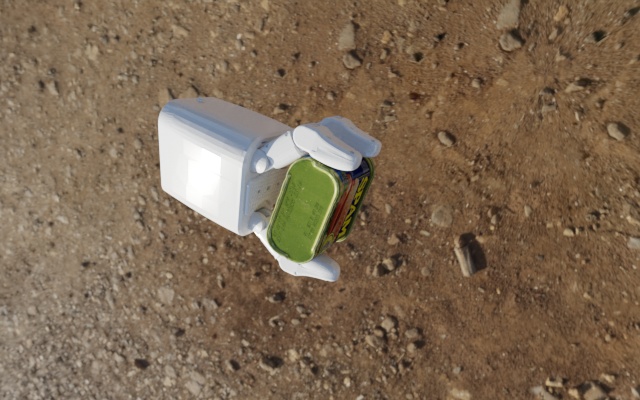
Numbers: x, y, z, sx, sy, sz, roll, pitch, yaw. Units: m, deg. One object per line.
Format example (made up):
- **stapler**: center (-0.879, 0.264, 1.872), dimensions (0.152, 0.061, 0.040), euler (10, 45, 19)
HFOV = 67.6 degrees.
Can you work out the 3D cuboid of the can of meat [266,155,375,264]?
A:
- **can of meat**: center (0.000, 0.002, 0.449), dimensions (0.057, 0.102, 0.084), euler (28, 24, 17)
